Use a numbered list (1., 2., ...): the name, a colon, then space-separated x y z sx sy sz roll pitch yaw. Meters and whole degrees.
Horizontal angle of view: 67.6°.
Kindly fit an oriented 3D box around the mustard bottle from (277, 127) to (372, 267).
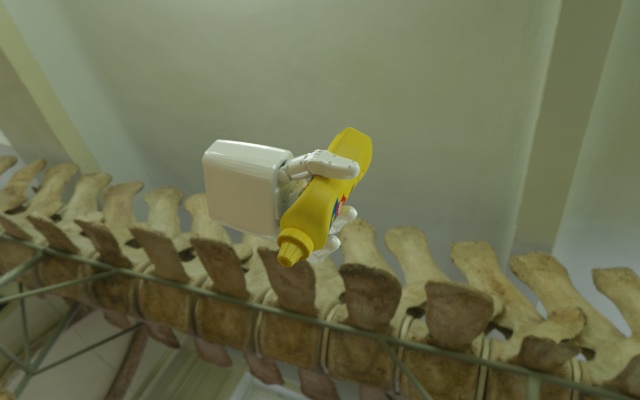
1. mustard bottle: 0.001 0.002 0.572 0.058 0.191 0.096 30 -38 3
